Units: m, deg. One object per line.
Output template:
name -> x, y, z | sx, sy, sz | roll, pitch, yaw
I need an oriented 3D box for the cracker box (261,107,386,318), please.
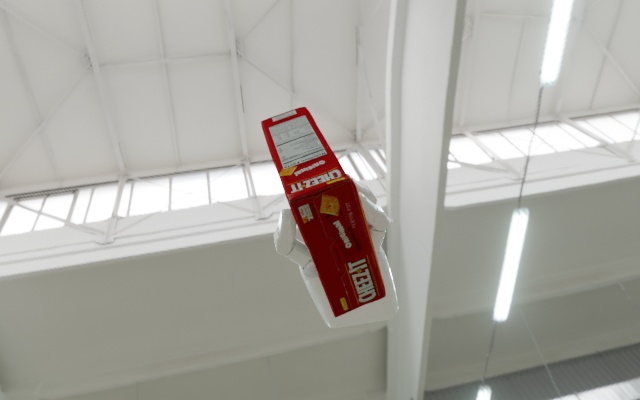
cracker box -> 0.000, 0.002, 0.569 | 0.072, 0.164, 0.213 | -22, 33, -2
